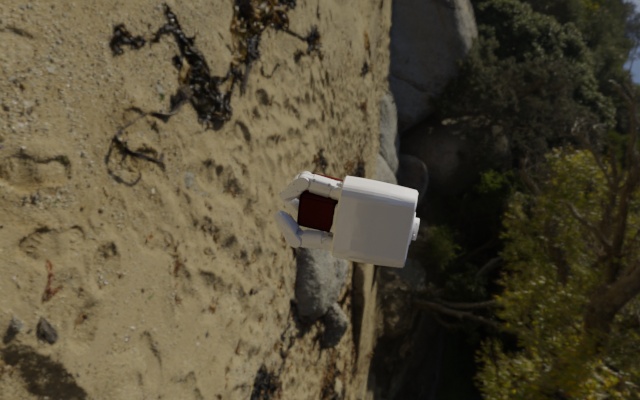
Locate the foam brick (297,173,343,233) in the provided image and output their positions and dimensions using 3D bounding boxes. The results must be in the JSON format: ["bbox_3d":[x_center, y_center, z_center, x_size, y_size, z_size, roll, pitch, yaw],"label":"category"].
[{"bbox_3d":[0.000,0.002,0.715,0.051,0.053,0.078,12,32,7],"label":"foam brick"}]
